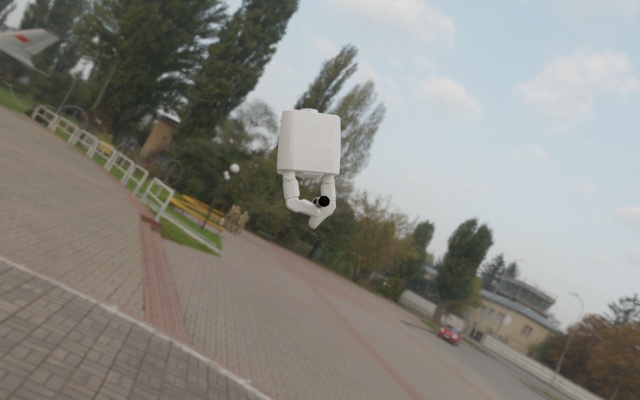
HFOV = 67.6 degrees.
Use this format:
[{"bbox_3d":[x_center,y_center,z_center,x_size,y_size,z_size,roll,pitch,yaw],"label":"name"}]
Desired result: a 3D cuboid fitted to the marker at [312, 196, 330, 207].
[{"bbox_3d":[0.000,0.003,0.821,0.020,0.020,0.121,0,-1,-6],"label":"marker"}]
